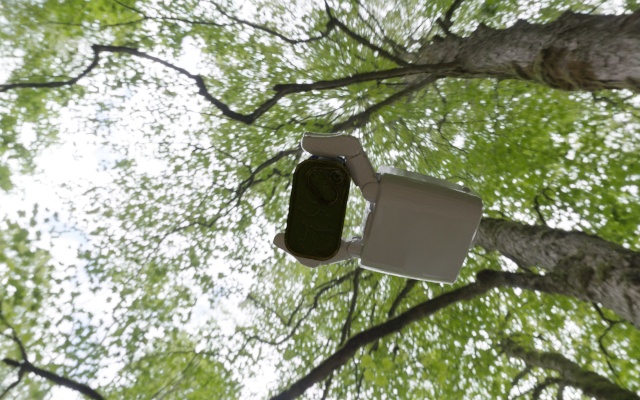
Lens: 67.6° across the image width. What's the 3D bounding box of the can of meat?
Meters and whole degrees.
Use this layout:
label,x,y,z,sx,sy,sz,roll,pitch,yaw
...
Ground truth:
label,x,y,z,sx,sy,sz,roll,pitch,yaw
can of meat,0.000,0.002,0.510,0.057,0.102,0.084,9,13,3
